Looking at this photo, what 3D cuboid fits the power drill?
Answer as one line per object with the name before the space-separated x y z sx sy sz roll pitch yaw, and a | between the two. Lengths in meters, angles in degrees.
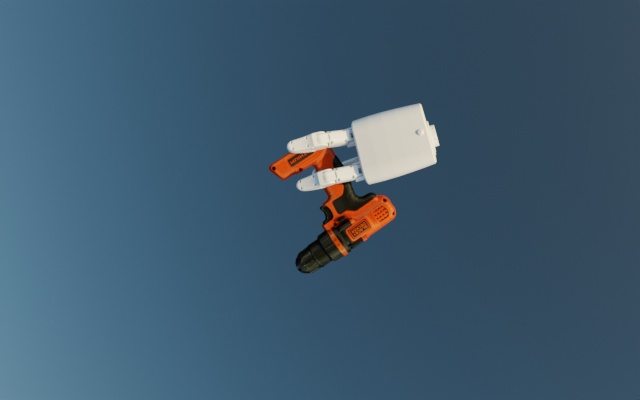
power drill | 0.000 0.002 0.761 0.184 0.188 0.057 -35 8 0
